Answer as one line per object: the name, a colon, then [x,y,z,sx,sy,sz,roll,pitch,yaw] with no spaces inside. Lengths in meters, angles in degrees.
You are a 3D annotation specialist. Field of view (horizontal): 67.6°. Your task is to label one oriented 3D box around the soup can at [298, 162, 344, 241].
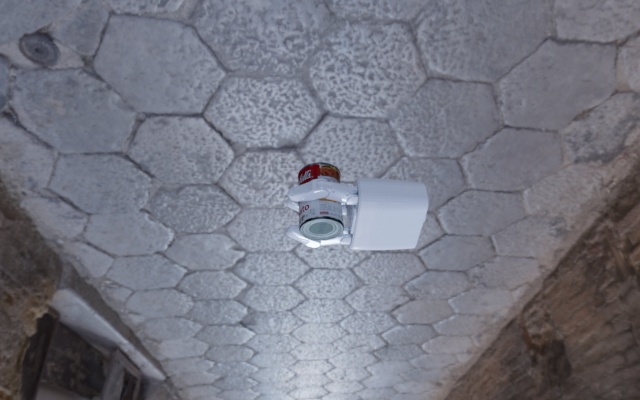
soup can: [0.000,0.003,0.726,0.068,0.102,0.069,-2,-34,-1]
